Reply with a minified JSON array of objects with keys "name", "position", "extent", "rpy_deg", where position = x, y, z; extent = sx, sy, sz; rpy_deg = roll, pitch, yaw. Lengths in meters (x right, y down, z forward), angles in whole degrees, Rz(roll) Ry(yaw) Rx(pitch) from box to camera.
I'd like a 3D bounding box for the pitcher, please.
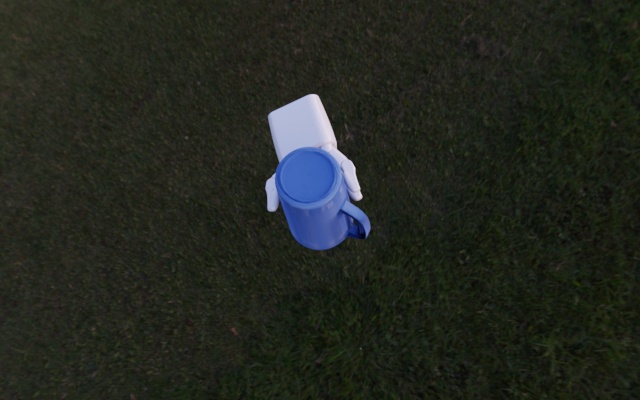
[{"name":"pitcher","position":[0.000,0.003,0.860],"extent":[0.149,0.145,0.243],"rpy_deg":[-18,-19,-1]}]
